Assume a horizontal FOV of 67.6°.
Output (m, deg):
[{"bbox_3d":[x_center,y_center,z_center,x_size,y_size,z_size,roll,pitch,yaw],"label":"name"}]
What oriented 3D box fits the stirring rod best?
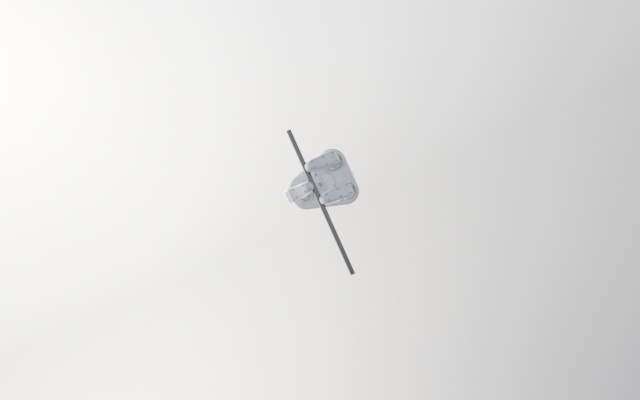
[{"bbox_3d":[0.000,0.002,0.728,0.011,0.239,0.011,-24,-1,-1],"label":"stirring rod"}]
